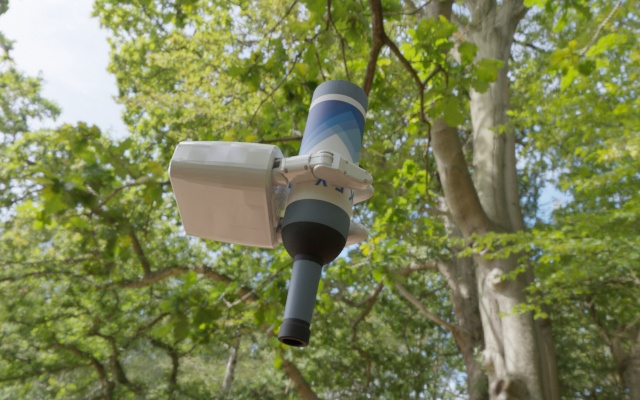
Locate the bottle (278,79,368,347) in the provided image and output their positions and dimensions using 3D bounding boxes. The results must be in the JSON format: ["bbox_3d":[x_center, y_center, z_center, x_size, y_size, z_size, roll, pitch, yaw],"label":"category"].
[{"bbox_3d":[0.000,0.001,0.493,0.069,0.295,0.069,8,-33,5],"label":"bottle"}]
